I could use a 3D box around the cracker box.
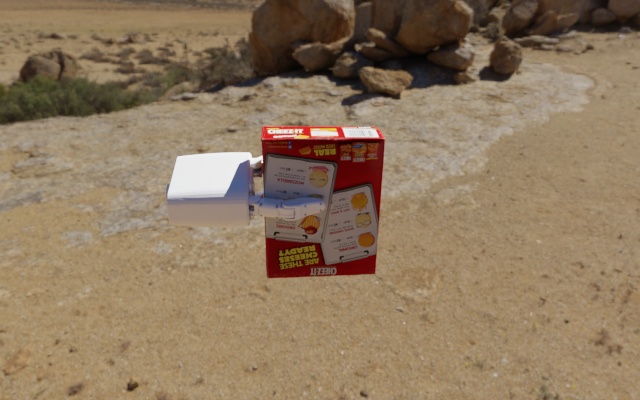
[{"bbox_3d":[0.000,0.002,0.686,0.164,0.214,0.072,-1,25,-4],"label":"cracker box"}]
